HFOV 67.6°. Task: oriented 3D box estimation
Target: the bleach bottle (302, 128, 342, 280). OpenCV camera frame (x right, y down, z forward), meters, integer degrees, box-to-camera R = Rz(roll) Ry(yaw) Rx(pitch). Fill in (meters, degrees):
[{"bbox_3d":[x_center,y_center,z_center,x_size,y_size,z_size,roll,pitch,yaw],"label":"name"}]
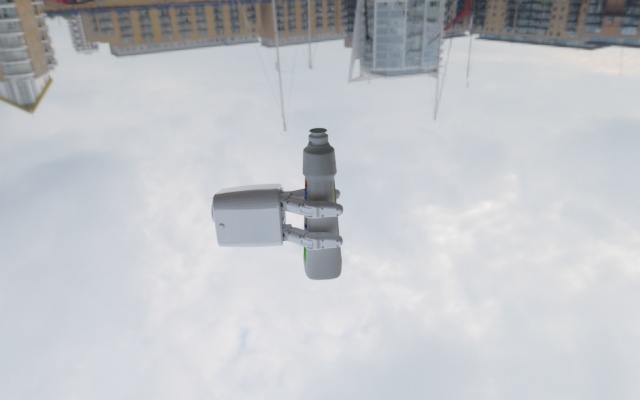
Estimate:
[{"bbox_3d":[0.000,0.003,0.790,0.068,0.251,0.102,-3,25,-2],"label":"bleach bottle"}]
